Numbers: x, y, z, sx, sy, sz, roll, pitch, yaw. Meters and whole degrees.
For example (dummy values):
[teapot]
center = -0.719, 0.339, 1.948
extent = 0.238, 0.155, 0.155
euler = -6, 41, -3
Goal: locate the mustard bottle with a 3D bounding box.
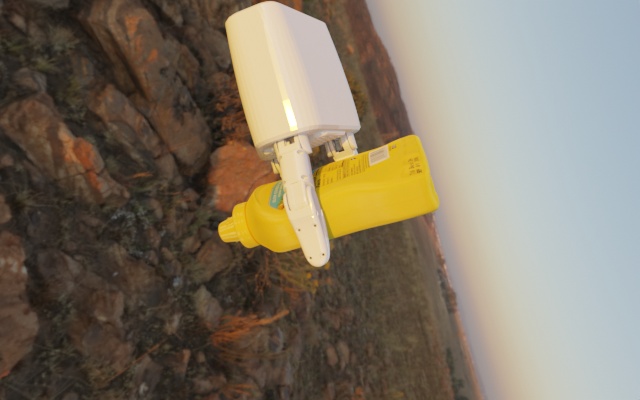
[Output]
[mustard bottle]
center = 0.000, 0.002, 0.413
extent = 0.191, 0.058, 0.096
euler = -17, 23, 12
